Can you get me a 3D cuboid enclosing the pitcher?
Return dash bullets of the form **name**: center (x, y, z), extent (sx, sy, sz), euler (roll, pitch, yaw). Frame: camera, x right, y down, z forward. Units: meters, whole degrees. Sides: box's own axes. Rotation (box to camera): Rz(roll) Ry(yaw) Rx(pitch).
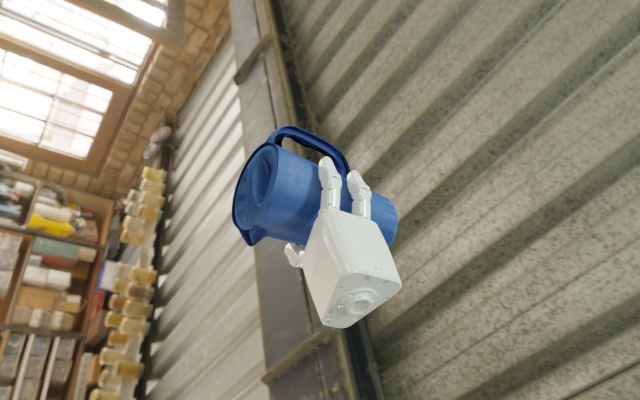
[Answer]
- **pitcher**: center (0.000, 0.003, 0.733), extent (0.243, 0.149, 0.145), euler (20, 30, -31)
